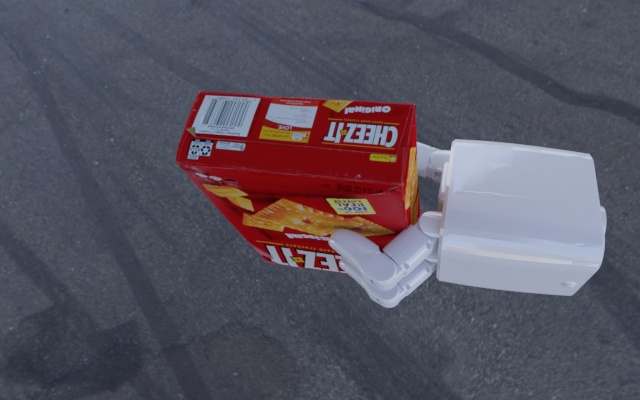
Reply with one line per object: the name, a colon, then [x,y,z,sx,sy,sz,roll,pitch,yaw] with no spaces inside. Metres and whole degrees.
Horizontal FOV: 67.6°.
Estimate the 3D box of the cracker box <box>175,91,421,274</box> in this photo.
cracker box: [0.000,0.001,0.412,0.164,0.072,0.214,7,-25,16]
